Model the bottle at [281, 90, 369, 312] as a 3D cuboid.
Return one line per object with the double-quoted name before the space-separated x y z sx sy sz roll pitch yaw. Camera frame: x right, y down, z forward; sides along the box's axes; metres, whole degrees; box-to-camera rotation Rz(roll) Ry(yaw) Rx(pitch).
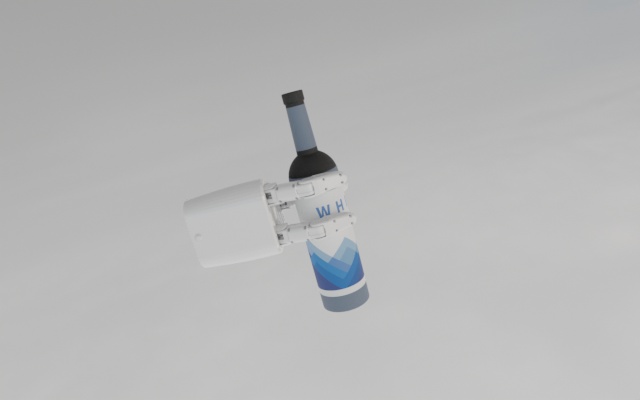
"bottle" 0.000 0.002 0.634 0.069 0.296 0.069 -14 14 4
